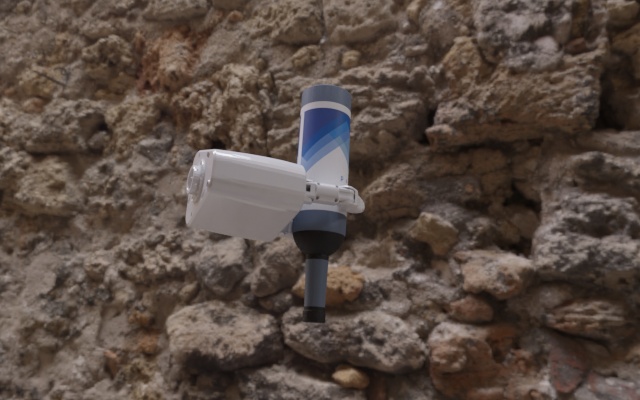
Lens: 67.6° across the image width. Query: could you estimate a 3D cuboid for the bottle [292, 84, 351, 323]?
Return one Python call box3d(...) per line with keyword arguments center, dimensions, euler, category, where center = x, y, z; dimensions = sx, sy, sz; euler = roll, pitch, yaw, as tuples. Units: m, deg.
box3d(center=(0.000, 0.002, 0.601), dimensions=(0.069, 0.295, 0.069), euler=(3, -16, 1), category="bottle")
